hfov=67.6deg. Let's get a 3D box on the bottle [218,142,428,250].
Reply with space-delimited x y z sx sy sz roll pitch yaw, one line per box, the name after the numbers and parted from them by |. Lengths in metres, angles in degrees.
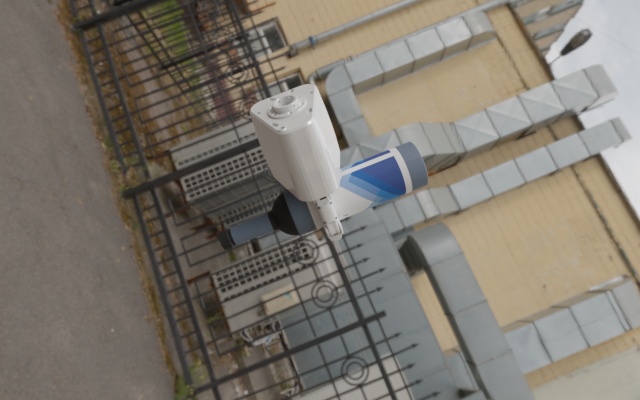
0.000 0.002 0.665 0.296 0.069 0.069 -22 1 -2 | bottle
